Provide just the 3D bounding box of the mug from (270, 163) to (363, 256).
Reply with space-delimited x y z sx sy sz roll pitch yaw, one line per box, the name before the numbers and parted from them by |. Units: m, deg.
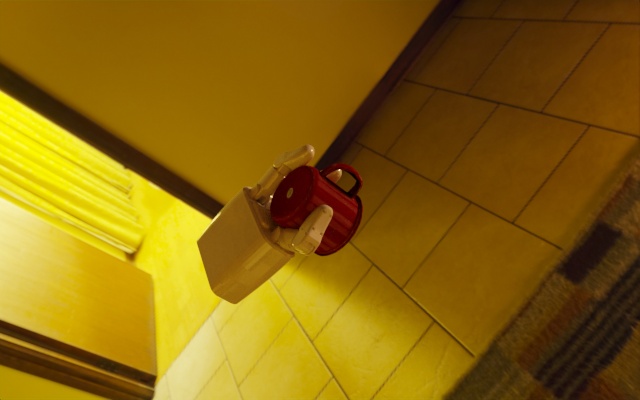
mug | 0.001 0.001 0.589 0.081 0.117 0.093 36 19 -32
